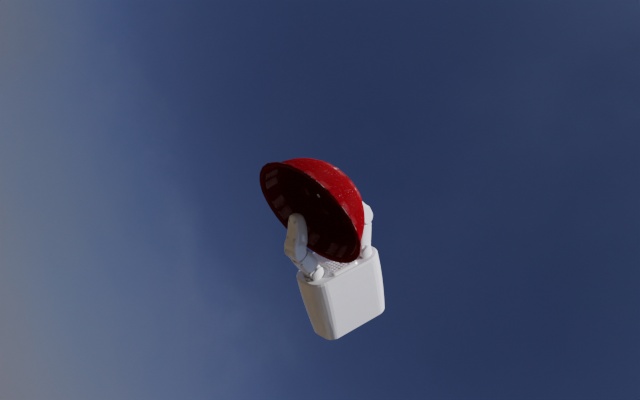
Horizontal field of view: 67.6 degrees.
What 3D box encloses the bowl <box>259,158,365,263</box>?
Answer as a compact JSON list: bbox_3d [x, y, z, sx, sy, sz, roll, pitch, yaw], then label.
[{"bbox_3d":[0.000,0.001,0.598,0.055,0.162,0.162,-45,24,-27],"label":"bowl"}]
